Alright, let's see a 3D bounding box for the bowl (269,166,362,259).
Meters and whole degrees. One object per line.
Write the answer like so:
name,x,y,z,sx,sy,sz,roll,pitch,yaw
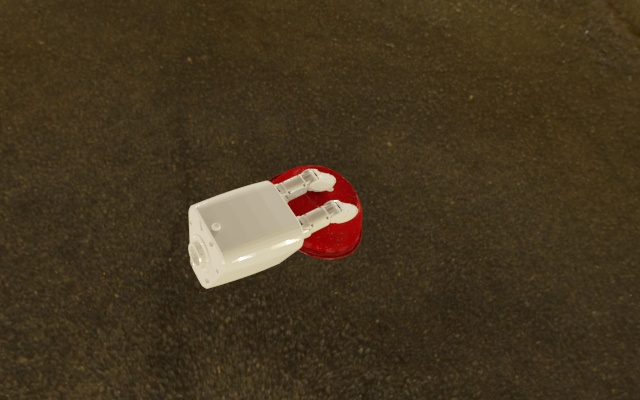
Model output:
bowl,0.001,0.001,0.677,0.162,0.162,0.055,0,-41,-35
